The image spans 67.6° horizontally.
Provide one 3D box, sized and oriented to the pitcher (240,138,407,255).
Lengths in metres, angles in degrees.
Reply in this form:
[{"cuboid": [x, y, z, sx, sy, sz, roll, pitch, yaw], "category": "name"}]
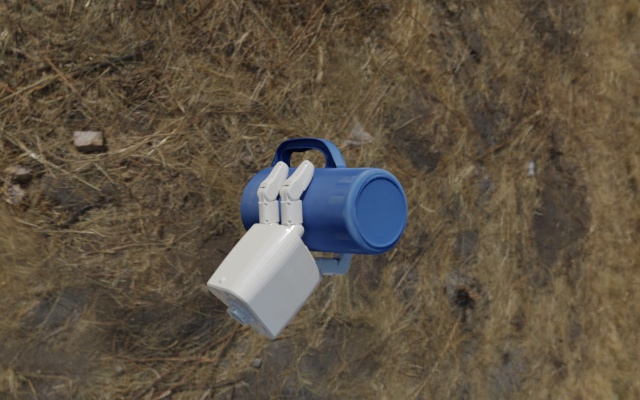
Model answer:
[{"cuboid": [0.000, 0.002, 0.676, 0.243, 0.149, 0.145, 0, 43, 52], "category": "pitcher"}]
